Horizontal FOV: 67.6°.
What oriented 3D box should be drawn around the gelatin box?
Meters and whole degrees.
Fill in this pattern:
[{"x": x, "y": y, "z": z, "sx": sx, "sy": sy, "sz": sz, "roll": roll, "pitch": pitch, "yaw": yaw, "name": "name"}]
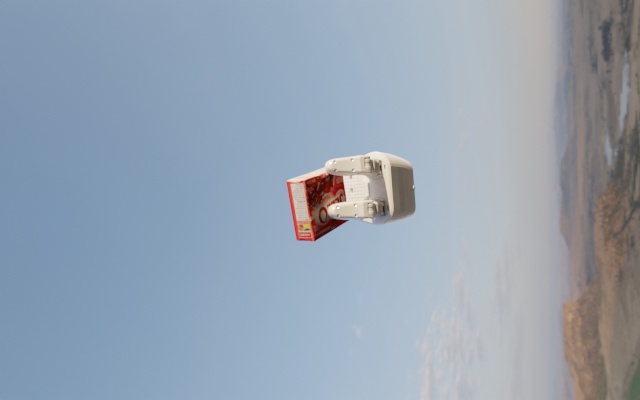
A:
[{"x": 0.000, "y": 0.002, "z": 0.581, "sx": 0.030, "sy": 0.073, "sz": 0.089, "roll": -1, "pitch": 13, "yaw": 33, "name": "gelatin box"}]
